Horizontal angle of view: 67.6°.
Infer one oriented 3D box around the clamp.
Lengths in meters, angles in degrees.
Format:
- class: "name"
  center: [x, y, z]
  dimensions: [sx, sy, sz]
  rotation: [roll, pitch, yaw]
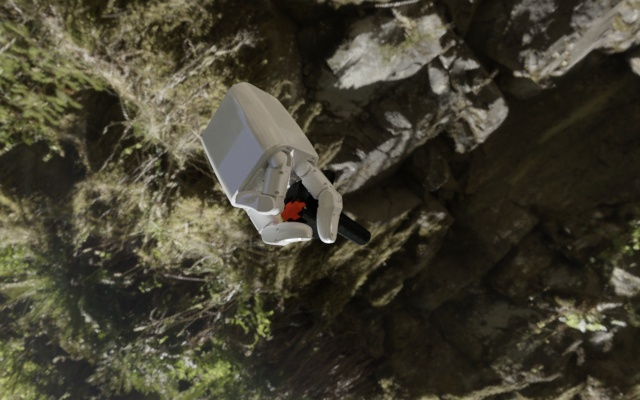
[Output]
- class: "clamp"
  center: [0.000, 0.002, 0.619]
  dimensions: [0.039, 0.120, 0.171]
  rotation: [-40, -25, 19]
